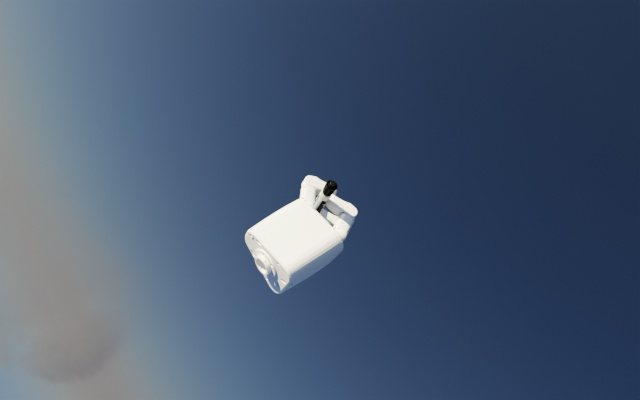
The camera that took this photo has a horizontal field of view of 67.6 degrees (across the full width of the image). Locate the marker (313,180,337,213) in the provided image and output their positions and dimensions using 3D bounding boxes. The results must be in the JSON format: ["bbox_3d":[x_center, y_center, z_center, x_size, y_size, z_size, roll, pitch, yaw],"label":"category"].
[{"bbox_3d":[0.000,0.002,0.763,0.020,0.020,0.121,0,-27,-20],"label":"marker"}]
